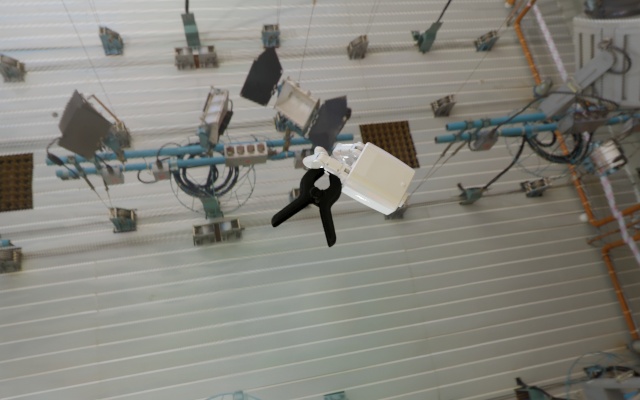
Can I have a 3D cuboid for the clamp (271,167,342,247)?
[{"bbox_3d":[0.000,0.003,0.876,0.120,0.171,0.039,30,-23,2],"label":"clamp"}]
